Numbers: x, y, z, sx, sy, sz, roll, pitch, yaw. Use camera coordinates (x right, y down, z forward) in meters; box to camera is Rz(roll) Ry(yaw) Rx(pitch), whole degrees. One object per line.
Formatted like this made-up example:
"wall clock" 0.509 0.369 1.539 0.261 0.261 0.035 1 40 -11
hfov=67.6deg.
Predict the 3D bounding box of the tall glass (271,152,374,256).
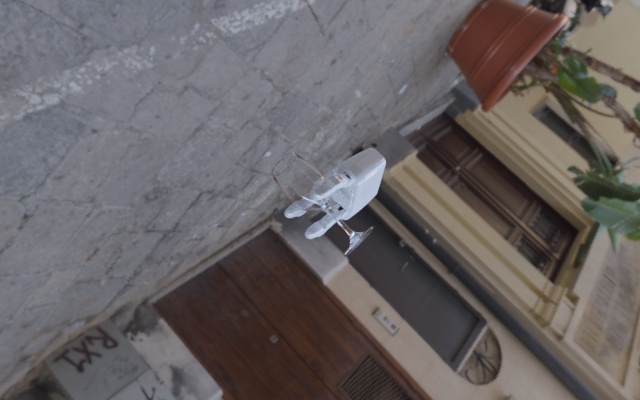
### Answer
"tall glass" 0.001 0.003 0.857 0.201 0.079 0.079 45 11 11
